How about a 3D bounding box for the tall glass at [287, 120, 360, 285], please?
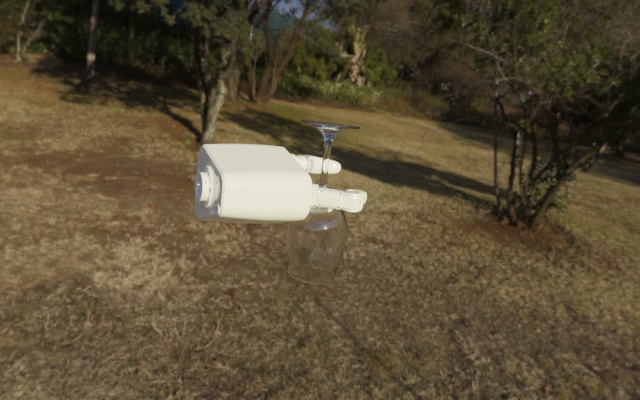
[{"bbox_3d":[0.000,0.001,0.610,0.079,0.201,0.079,7,10,-1],"label":"tall glass"}]
